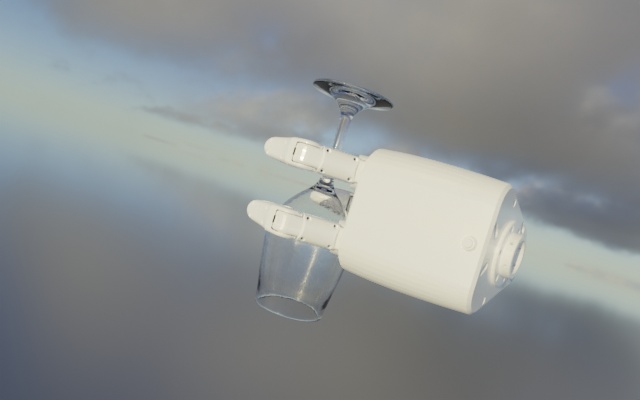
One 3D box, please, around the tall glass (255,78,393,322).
[{"bbox_3d":[0.000,0.001,0.424,0.079,0.201,0.079,17,2,0],"label":"tall glass"}]
